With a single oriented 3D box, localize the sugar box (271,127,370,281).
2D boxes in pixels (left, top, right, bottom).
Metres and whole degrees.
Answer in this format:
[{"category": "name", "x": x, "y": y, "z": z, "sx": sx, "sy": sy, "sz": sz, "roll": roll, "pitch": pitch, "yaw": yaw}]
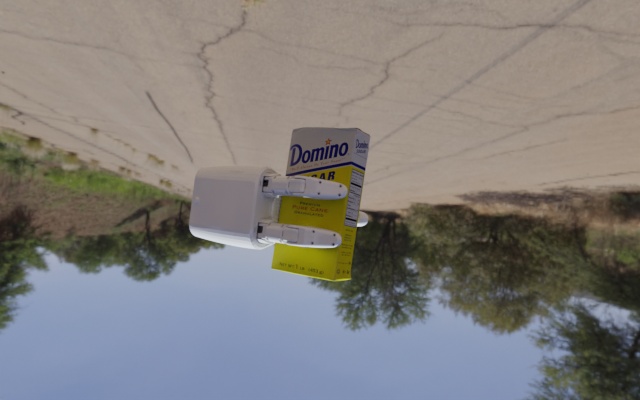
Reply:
[{"category": "sugar box", "x": 0.000, "y": 0.002, "z": 0.571, "sx": 0.093, "sy": 0.176, "sz": 0.048, "roll": 5, "pitch": -3, "yaw": 32}]
